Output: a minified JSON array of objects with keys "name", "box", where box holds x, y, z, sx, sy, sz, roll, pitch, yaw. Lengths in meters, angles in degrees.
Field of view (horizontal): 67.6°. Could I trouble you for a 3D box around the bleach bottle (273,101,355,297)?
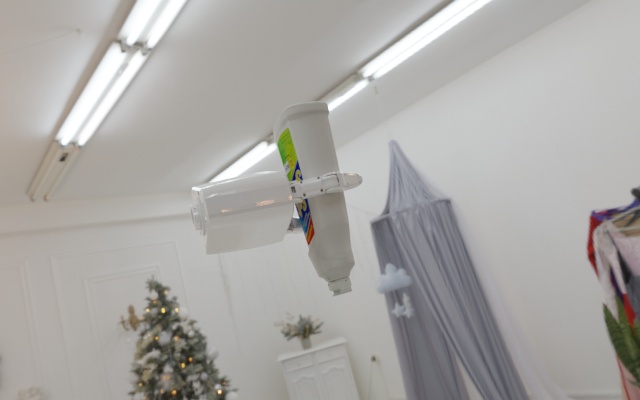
[{"name":"bleach bottle","box":[0.000,0.002,0.645,0.068,0.250,0.102,-11,-10,-21]}]
